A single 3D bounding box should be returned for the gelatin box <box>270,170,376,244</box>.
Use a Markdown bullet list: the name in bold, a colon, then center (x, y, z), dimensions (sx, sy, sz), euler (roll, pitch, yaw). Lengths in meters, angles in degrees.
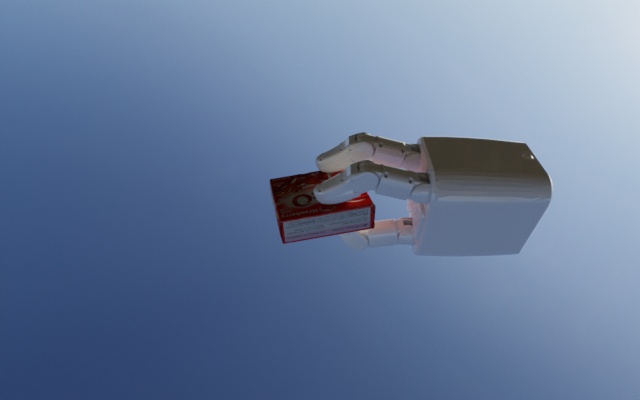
- **gelatin box**: center (0.000, 0.002, 0.456), dimensions (0.089, 0.030, 0.073), euler (-10, 35, -8)
